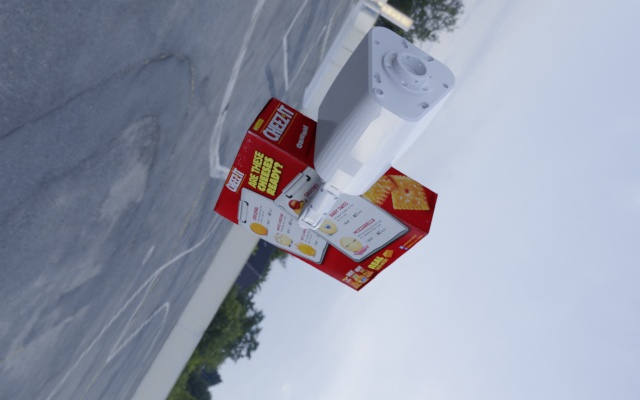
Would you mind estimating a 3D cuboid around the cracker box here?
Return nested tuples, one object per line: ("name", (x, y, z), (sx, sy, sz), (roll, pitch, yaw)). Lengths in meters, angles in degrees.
("cracker box", (0.000, 0.002, 0.559), (0.214, 0.072, 0.164), (30, -40, -6))
